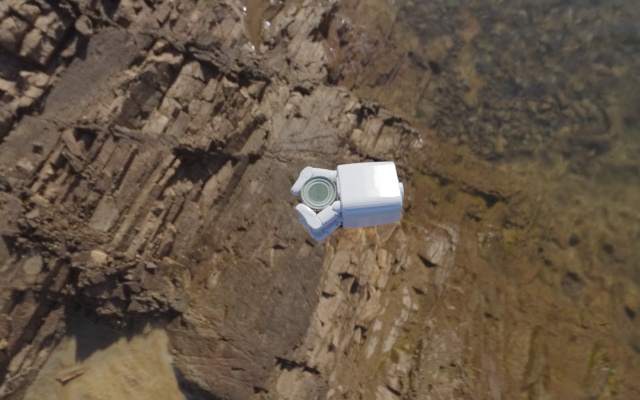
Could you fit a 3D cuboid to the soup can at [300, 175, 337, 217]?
[{"bbox_3d":[0.000,0.003,0.896,0.068,0.068,0.102,0,-20,4],"label":"soup can"}]
